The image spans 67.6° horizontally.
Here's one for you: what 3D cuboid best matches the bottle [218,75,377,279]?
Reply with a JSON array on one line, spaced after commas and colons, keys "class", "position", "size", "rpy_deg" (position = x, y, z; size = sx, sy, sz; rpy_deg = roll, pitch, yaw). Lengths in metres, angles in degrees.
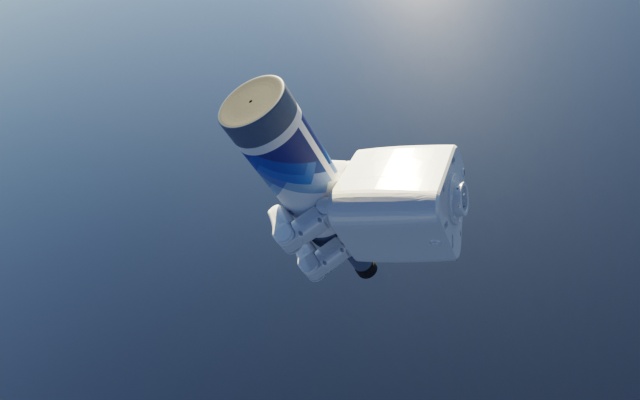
[{"class": "bottle", "position": [0.000, 0.002, 0.512], "size": [0.069, 0.069, 0.296], "rpy_deg": [0, -36, 31]}]
